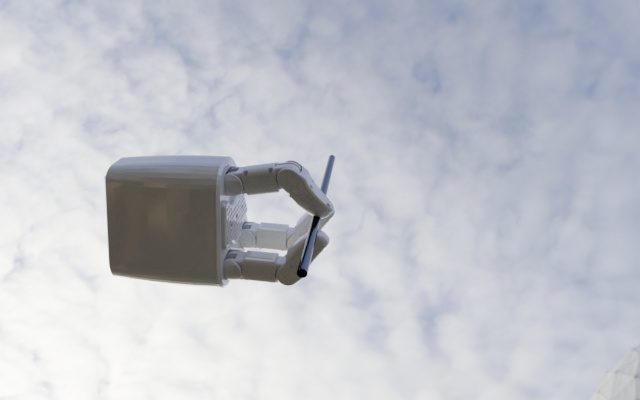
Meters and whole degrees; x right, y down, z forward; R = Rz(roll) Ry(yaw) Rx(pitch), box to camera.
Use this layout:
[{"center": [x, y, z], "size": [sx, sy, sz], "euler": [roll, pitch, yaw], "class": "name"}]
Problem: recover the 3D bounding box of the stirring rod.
[{"center": [0.000, 0.001, 0.454], "size": [0.011, 0.011, 0.239], "euler": [0, 25, 7], "class": "stirring rod"}]
